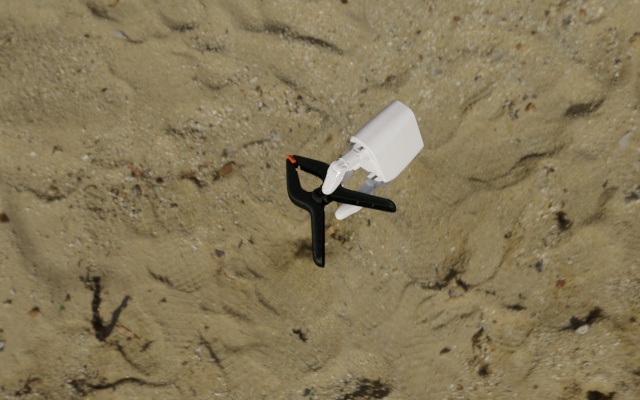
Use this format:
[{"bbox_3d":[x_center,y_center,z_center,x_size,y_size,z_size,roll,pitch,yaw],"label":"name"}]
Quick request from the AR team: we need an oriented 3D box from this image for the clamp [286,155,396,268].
[{"bbox_3d":[0.000,0.002,0.816,0.210,0.164,0.036,42,-14,24],"label":"clamp"}]
